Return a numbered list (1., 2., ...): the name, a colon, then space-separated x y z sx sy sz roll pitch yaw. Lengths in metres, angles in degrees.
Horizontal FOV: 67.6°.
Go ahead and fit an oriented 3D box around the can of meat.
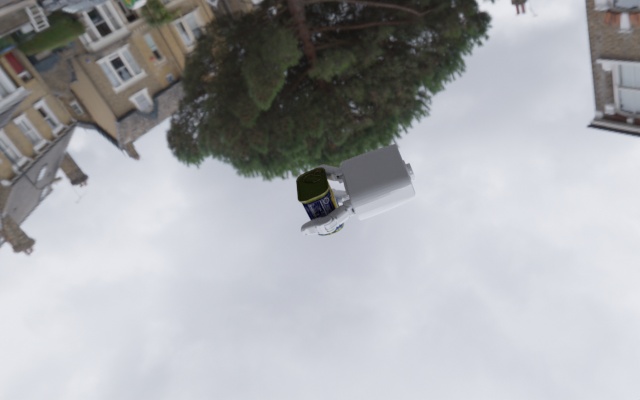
1. can of meat: 0.000 0.003 0.850 0.057 0.084 0.102 -22 30 7
